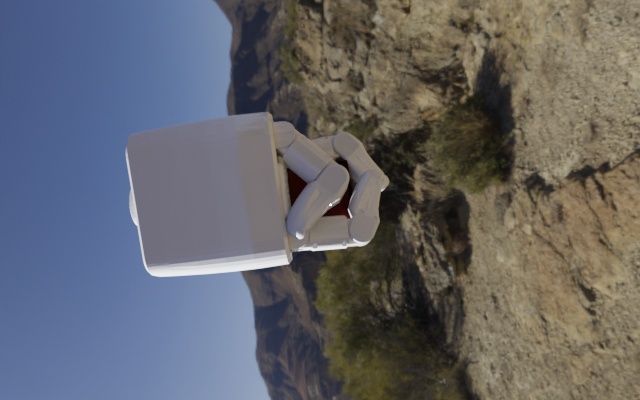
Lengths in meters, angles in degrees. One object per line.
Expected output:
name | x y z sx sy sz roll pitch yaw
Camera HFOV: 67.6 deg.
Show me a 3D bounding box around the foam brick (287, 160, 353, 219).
foam brick | 0.000 0.002 0.422 0.051 0.053 0.078 -8 -12 -2
